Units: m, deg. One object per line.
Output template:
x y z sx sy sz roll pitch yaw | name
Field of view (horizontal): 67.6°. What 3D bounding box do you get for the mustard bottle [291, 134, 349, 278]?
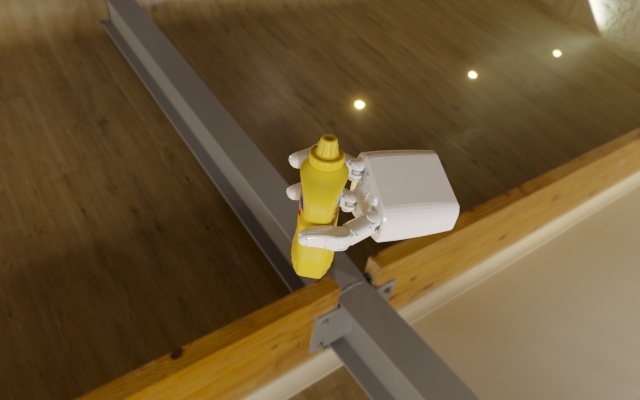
0.000 0.002 0.594 0.058 0.192 0.096 10 41 2 | mustard bottle
